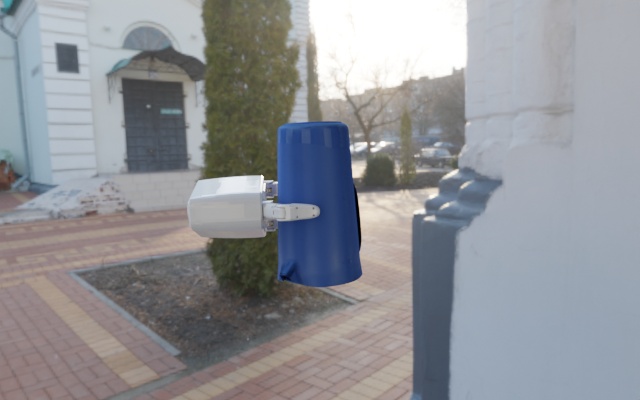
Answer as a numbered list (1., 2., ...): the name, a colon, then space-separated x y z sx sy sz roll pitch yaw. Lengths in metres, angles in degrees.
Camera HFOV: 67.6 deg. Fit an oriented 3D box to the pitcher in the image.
1. pitcher: 0.000 0.002 0.743 0.145 0.243 0.149 -3 7 -4
